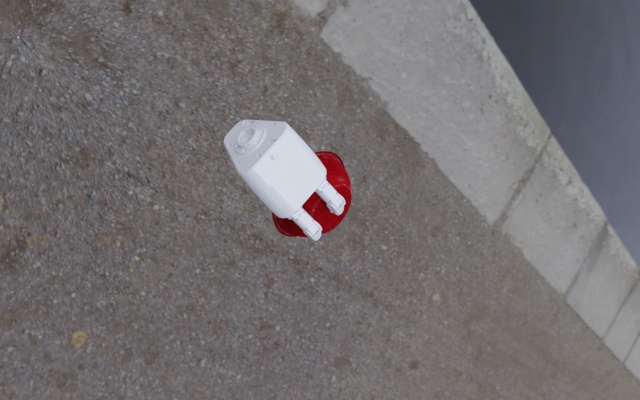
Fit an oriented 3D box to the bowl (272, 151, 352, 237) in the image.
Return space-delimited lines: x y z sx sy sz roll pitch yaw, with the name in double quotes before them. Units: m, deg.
"bowl" 0.001 0.003 0.785 0.055 0.162 0.162 35 22 35
